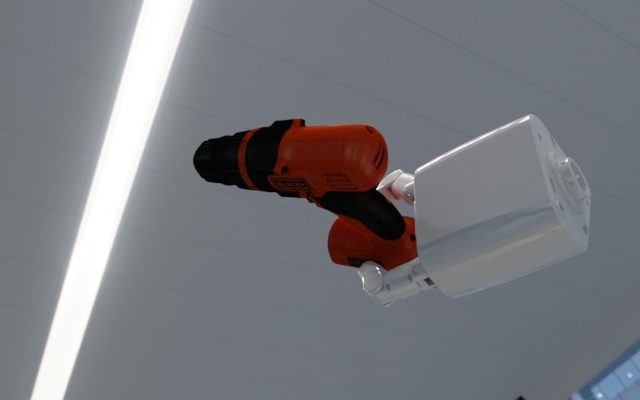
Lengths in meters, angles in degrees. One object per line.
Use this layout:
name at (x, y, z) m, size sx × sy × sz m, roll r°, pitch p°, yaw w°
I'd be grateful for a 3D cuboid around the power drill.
power drill at (0.001, 0.002, 0.424) m, size 0.184 × 0.057 × 0.188 m, roll 4°, pitch -25°, yaw 37°
